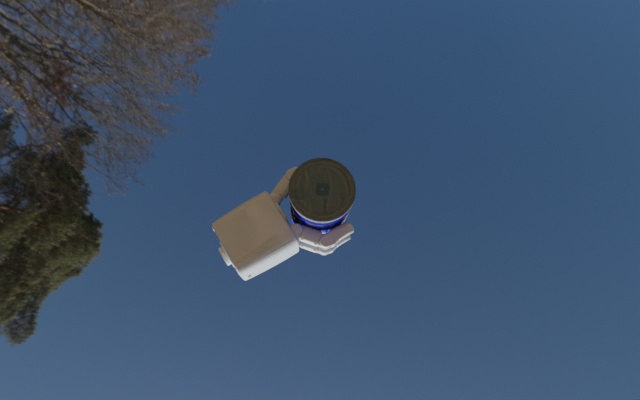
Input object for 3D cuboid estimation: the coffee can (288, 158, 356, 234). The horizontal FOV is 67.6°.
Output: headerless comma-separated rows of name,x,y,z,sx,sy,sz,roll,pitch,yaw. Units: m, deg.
coffee can,0.000,0.002,0.787,0.103,0.102,0.140,0,-17,-2
